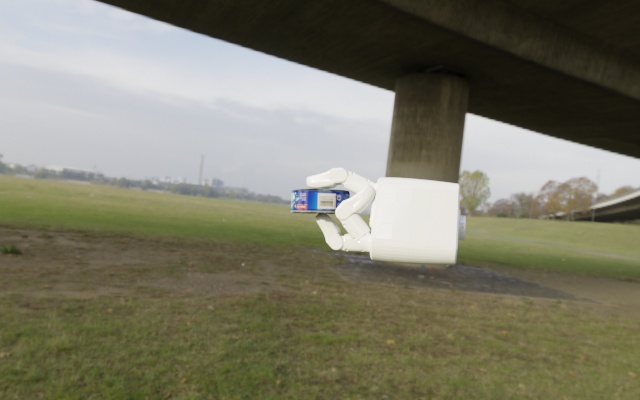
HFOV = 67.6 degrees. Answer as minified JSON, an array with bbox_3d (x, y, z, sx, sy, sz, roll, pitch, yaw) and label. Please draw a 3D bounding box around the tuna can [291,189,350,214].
[{"bbox_3d":[0.000,0.002,0.687,0.086,0.034,0.086,1,-2,0],"label":"tuna can"}]
